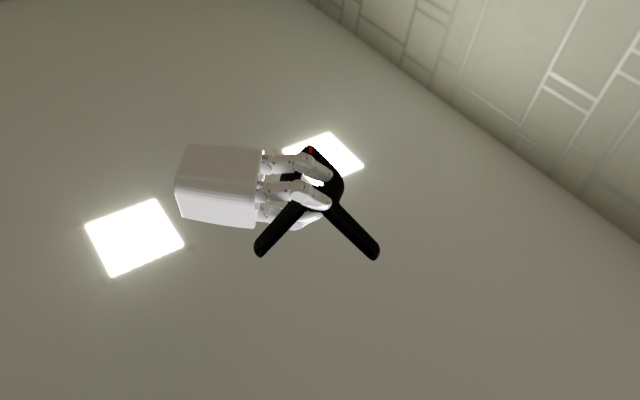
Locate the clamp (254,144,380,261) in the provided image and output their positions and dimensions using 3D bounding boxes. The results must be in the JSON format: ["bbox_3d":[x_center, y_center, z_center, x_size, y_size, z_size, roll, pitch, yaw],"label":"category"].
[{"bbox_3d":[0.000,0.002,0.676,0.164,0.209,0.036,8,-43,-5],"label":"clamp"}]
